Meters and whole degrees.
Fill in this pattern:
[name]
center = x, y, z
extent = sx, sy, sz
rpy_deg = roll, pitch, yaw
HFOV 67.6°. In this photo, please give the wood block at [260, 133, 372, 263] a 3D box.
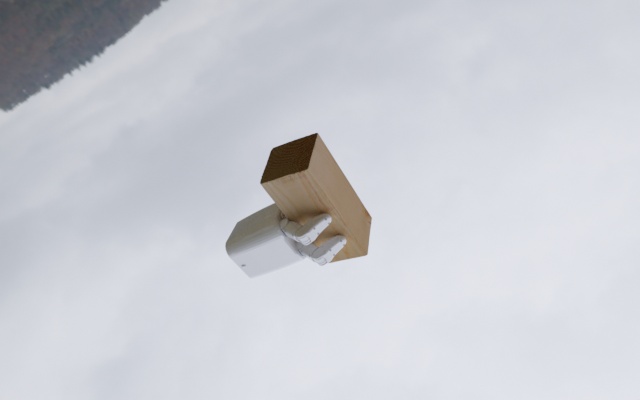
[wood block]
center = 0.000, 0.003, 0.792
extent = 0.090, 0.090, 0.206
rpy_deg = -15, -50, 26
